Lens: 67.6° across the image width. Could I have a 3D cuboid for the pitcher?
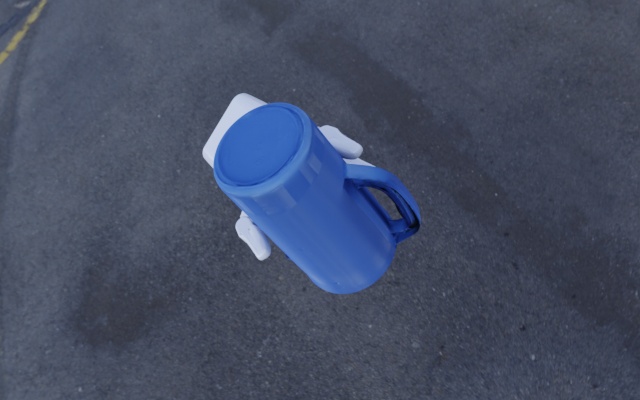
[{"bbox_3d":[0.000,0.002,0.534,0.145,0.149,0.243,36,-8,37],"label":"pitcher"}]
